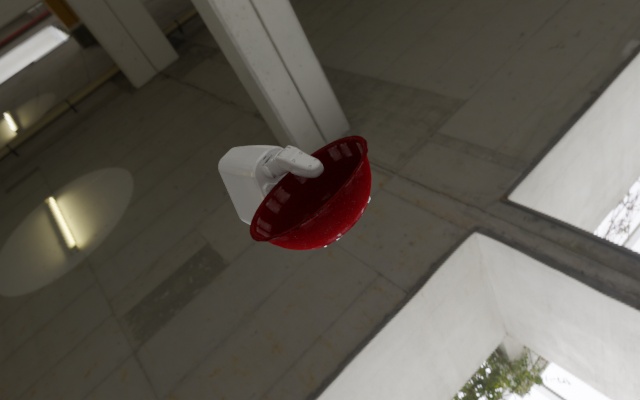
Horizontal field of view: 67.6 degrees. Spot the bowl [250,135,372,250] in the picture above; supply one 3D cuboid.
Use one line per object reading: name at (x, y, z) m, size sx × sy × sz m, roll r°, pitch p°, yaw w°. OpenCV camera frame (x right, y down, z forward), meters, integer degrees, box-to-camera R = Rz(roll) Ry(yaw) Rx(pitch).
bowl at (0.001, 0.002, 0.525) m, size 0.162 × 0.055 × 0.162 m, roll -35°, pitch 22°, yaw 16°
